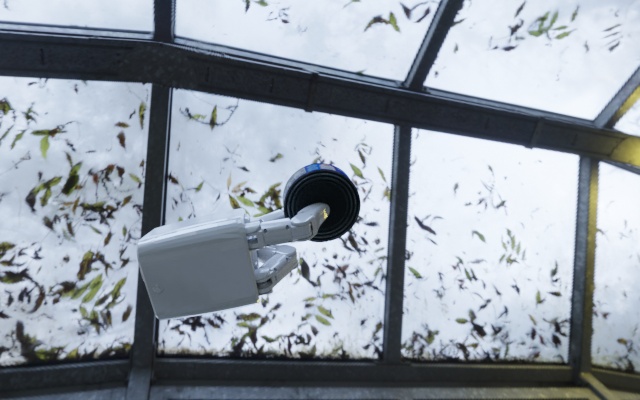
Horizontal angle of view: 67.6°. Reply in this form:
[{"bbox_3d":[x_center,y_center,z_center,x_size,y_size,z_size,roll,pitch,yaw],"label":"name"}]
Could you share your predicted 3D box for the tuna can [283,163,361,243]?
[{"bbox_3d":[0.000,0.002,0.539,0.086,0.086,0.033,0,20,-8],"label":"tuna can"}]
